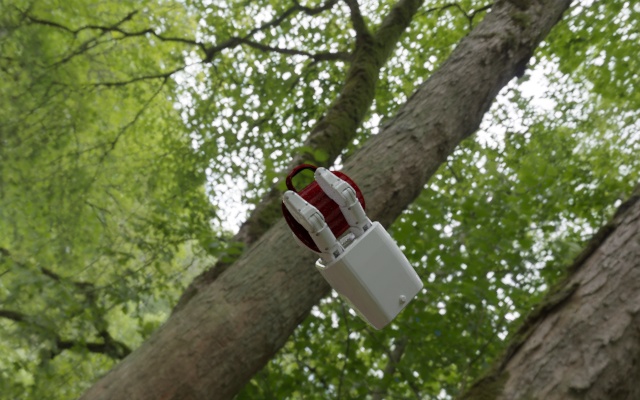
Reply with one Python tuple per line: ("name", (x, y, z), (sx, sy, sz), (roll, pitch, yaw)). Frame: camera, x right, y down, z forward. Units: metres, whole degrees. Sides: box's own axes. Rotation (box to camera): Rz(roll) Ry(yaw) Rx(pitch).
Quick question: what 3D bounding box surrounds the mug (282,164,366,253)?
("mug", (-0.001, 0.001, 0.657), (0.081, 0.117, 0.093), (-38, 3, -28))
